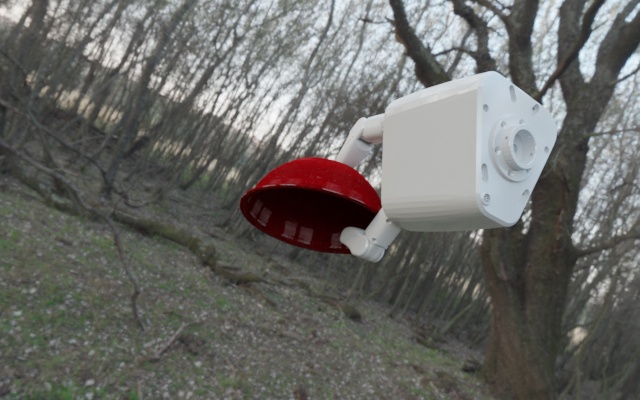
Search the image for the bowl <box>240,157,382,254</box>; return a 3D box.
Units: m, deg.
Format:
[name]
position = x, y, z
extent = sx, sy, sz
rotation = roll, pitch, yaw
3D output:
[bowl]
position = -0.001, 0.001, 0.504
extent = 0.162, 0.055, 0.162
rotation = 10, -26, 5
